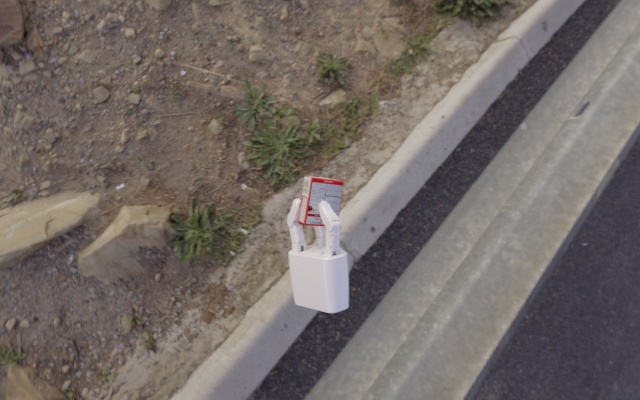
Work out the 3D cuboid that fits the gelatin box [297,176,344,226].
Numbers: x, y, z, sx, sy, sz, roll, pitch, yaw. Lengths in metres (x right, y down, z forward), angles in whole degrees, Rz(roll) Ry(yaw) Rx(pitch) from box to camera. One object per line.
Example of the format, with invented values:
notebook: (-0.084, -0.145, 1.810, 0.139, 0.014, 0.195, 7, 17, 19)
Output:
gelatin box: (0.000, 0.003, 0.879, 0.073, 0.089, 0.030, 5, 7, -33)
